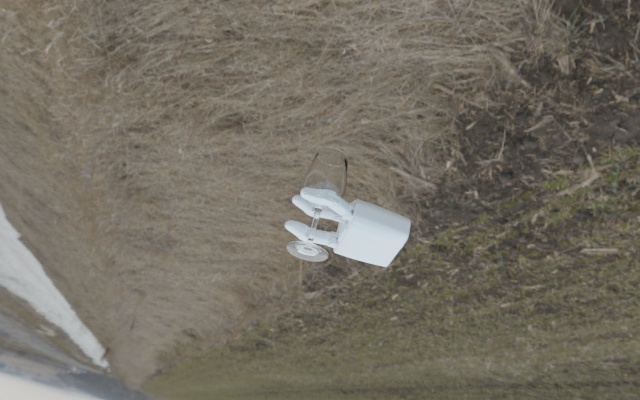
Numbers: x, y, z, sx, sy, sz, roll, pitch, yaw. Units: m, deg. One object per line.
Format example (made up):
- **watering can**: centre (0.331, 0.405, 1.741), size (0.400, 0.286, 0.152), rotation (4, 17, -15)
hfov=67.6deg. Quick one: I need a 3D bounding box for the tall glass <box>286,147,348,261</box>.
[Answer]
- **tall glass**: centre (0.000, 0.003, 0.854), size (0.079, 0.201, 0.079), rotation (11, -28, 6)
